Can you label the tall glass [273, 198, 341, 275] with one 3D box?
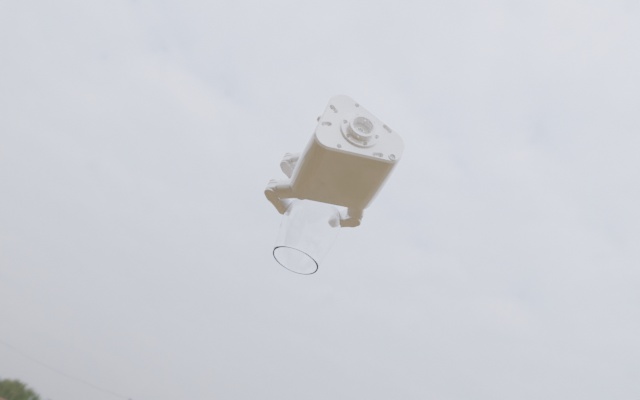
[{"bbox_3d":[0.000,0.002,0.662,0.079,0.201,0.079,15,-36,11],"label":"tall glass"}]
